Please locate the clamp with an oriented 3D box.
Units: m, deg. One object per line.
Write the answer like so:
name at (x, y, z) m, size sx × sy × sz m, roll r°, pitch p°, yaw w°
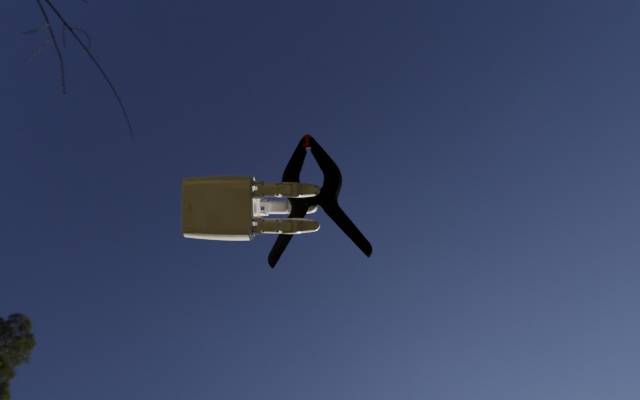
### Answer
clamp at (0.000, 0.002, 0.753) m, size 0.164 × 0.210 × 0.036 m, roll 1°, pitch 0°, yaw -1°
